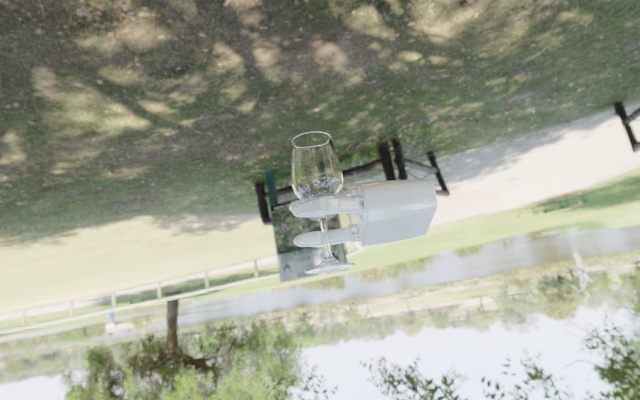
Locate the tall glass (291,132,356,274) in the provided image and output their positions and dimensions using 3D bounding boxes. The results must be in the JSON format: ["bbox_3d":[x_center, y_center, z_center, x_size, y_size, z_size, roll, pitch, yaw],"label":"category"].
[{"bbox_3d":[0.000,0.003,0.706,0.079,0.201,0.079,-8,-14,-2],"label":"tall glass"}]
